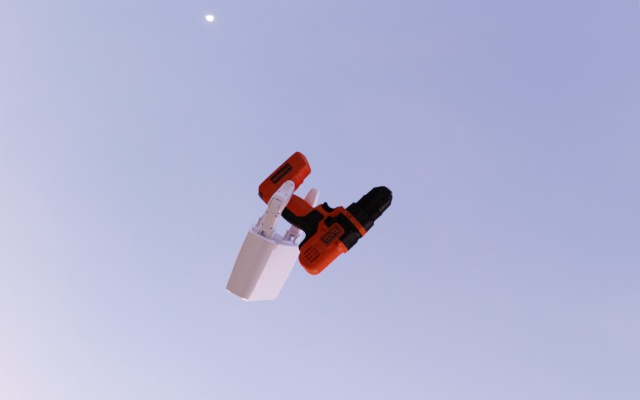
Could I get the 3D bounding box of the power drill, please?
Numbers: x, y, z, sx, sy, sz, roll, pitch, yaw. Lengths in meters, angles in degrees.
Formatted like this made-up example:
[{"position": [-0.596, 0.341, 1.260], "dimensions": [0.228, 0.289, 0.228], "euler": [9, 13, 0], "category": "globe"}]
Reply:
[{"position": [0.000, 0.002, 0.785], "dimensions": [0.187, 0.184, 0.057], "euler": [45, -6, 30], "category": "power drill"}]
